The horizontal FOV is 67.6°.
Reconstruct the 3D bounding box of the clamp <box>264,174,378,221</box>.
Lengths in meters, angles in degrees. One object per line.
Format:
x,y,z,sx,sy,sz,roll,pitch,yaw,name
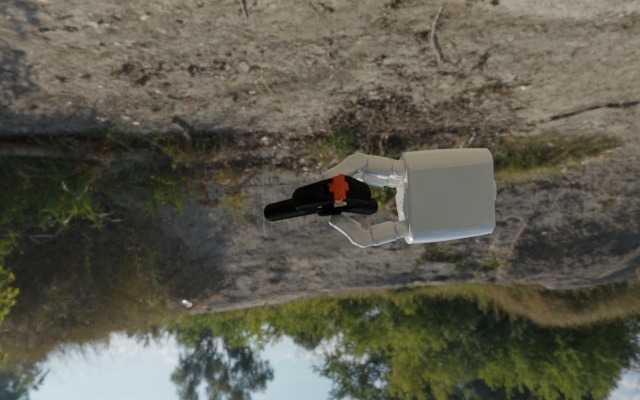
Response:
0.000,0.003,0.603,0.164,0.036,0.210,-6,-8,0,clamp
